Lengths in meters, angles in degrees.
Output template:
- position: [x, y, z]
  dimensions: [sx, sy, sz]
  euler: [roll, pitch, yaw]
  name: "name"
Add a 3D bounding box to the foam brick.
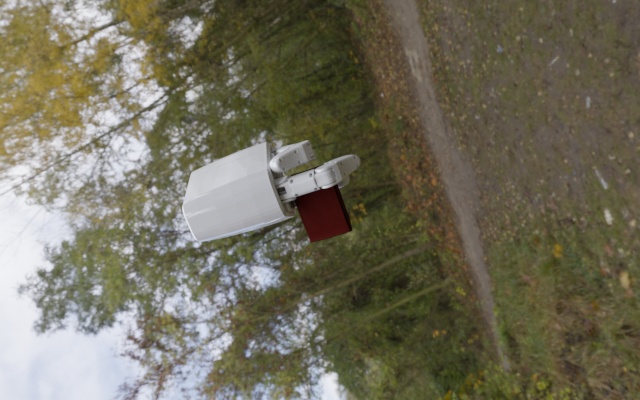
- position: [0.000, 0.002, 0.567]
  dimensions: [0.051, 0.078, 0.053]
  euler: [-19, 14, 4]
  name: "foam brick"
